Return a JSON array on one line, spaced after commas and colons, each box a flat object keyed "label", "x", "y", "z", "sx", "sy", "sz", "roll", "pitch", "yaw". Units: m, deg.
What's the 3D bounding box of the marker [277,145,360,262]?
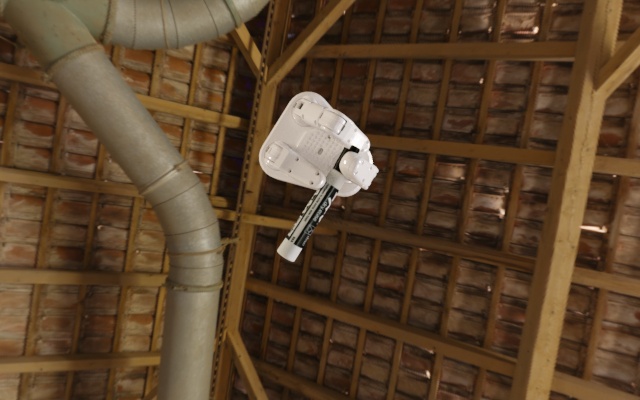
[{"label": "marker", "x": 0.000, "y": 0.001, "z": 0.442, "sx": 0.020, "sy": 0.121, "sz": 0.020, "roll": 33, "pitch": 2, "yaw": -1}]
